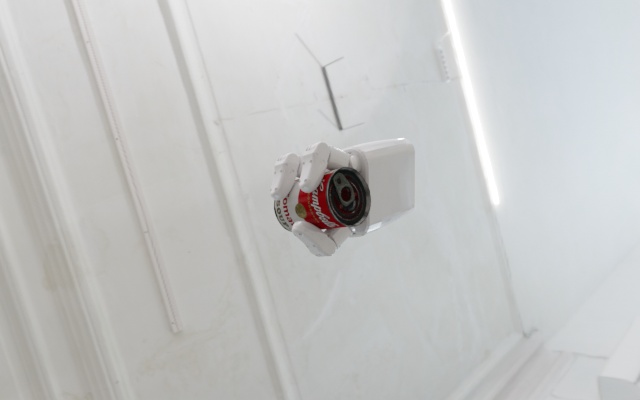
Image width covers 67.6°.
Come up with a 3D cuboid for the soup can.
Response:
[{"bbox_3d":[0.000,0.002,0.568,0.068,0.068,0.102,0,-7,-41],"label":"soup can"}]
